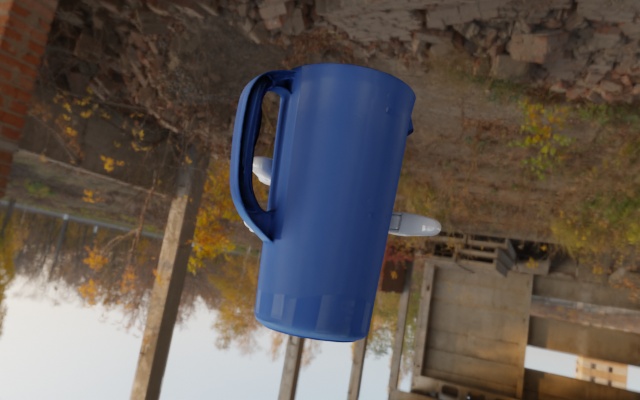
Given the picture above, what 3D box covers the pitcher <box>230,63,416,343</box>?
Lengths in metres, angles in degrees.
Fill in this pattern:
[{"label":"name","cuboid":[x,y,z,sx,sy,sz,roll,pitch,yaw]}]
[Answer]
[{"label":"pitcher","cuboid":[0.000,0.002,0.455,0.149,0.243,0.145,7,-8,14]}]
